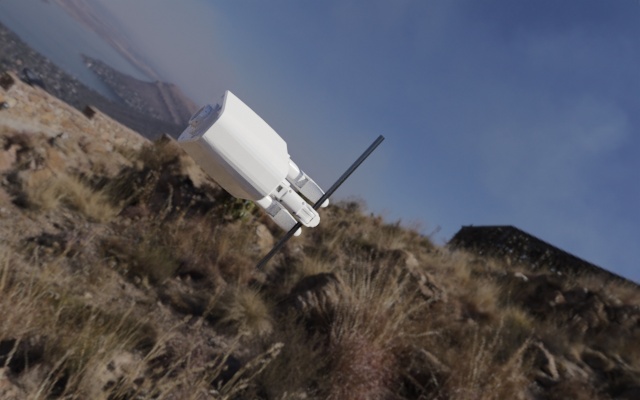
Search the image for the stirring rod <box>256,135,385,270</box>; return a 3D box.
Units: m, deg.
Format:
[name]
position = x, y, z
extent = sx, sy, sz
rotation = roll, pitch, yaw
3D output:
[stirring rod]
position = 0.000, 0.002, 0.636
extent = 0.011, 0.239, 0.011
rotation = 44, -1, 1
